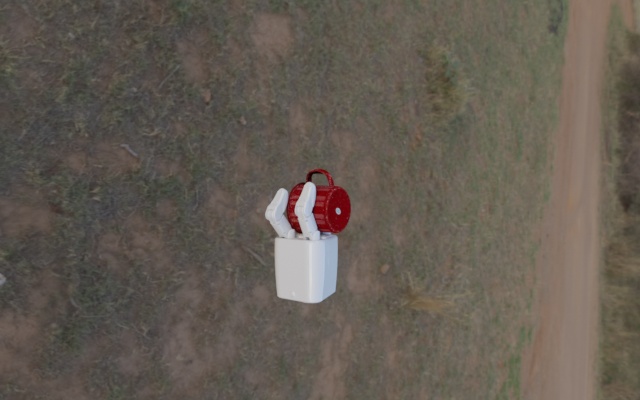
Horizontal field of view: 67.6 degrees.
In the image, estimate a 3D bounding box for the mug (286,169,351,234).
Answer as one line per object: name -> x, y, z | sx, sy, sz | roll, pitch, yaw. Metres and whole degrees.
mug -> 0.000, 0.001, 0.840 | 0.081, 0.117, 0.093 | 2, 4, 36
